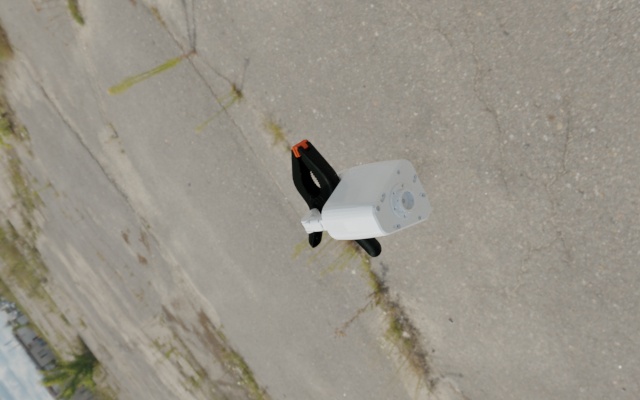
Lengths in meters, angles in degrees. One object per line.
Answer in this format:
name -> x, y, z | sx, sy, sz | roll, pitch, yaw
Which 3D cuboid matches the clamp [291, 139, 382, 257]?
clamp -> -0.001, 0.002, 0.783 | 0.036, 0.210, 0.164 | -38, 18, -35
